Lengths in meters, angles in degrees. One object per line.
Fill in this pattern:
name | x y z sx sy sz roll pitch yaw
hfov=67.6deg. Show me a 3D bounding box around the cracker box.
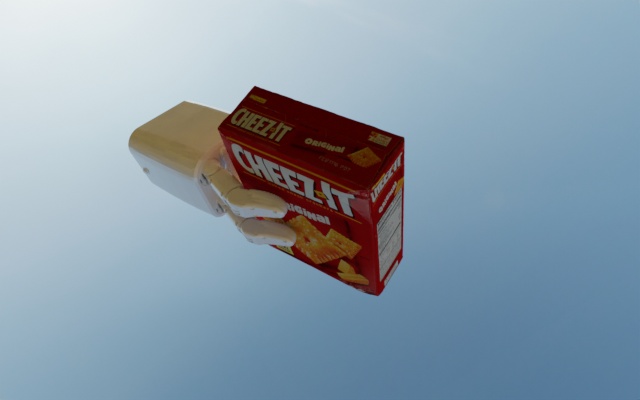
cracker box | 0.000 0.002 0.503 0.164 0.072 0.214 23 -28 23
